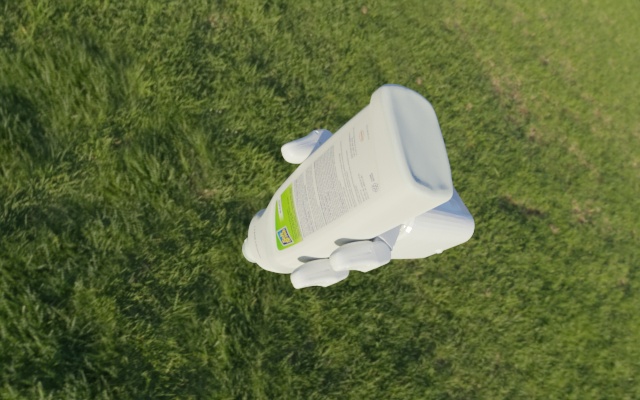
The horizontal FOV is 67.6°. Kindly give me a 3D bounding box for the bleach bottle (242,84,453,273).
[{"bbox_3d":[0.000,0.002,0.448,0.068,0.102,0.251,9,-27,-38],"label":"bleach bottle"}]
